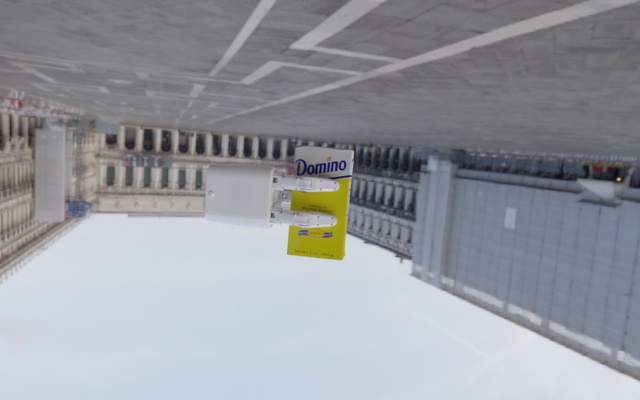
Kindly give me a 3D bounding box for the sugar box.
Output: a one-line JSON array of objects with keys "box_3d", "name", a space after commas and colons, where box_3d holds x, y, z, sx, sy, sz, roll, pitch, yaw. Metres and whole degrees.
[{"box_3d": [0.000, 0.003, 0.764, 0.093, 0.176, 0.048, 5, 7, 7], "name": "sugar box"}]
